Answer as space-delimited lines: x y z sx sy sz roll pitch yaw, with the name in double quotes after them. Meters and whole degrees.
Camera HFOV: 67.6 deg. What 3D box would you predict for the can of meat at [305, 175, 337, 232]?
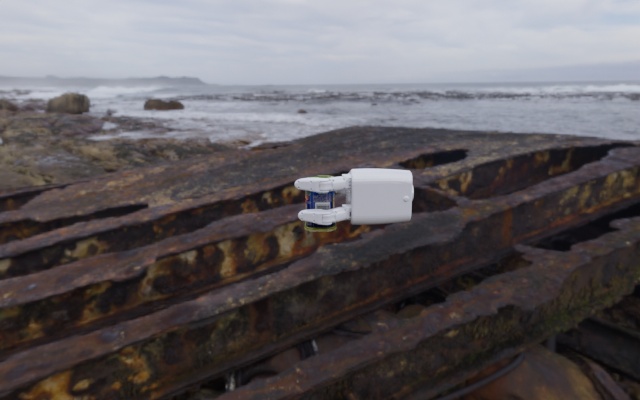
0.000 0.003 0.877 0.057 0.084 0.102 0 14 1 "can of meat"
